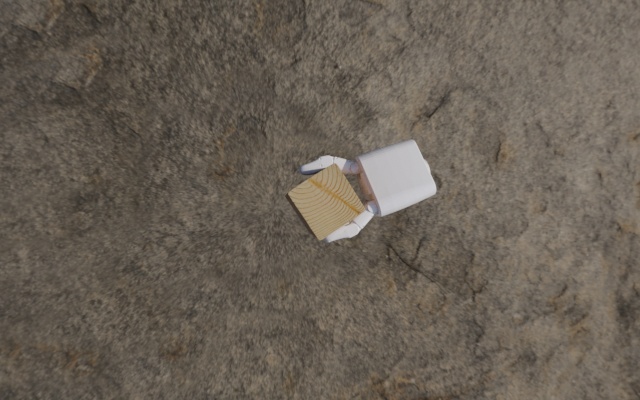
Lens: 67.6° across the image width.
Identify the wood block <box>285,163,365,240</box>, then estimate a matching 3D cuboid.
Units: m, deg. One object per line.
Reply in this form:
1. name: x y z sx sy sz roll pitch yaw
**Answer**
1. wood block: 0.000 0.002 0.828 0.090 0.091 0.206 -33 2 -5
